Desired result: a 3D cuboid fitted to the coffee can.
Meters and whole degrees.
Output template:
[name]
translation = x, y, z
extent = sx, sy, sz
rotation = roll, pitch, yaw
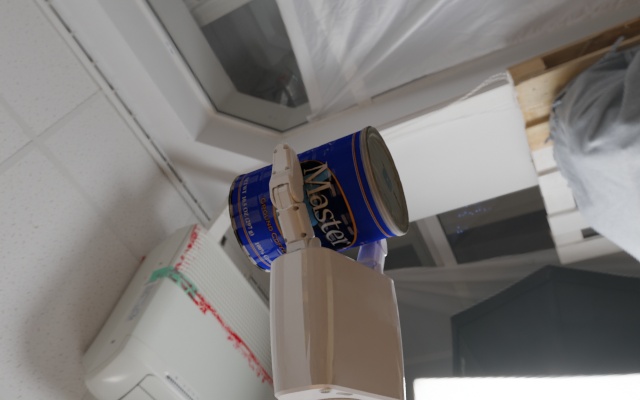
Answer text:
[coffee can]
translation = 0.000, 0.001, 0.454
extent = 0.140, 0.103, 0.103
rotation = -18, -7, 20
